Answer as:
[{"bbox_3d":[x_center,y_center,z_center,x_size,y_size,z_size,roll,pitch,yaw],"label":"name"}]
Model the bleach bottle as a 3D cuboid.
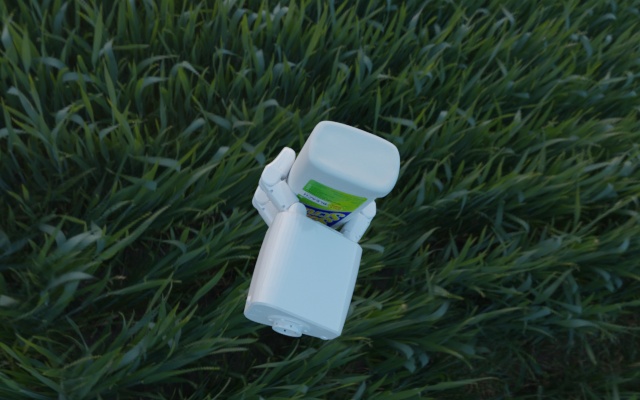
[{"bbox_3d":[0.000,0.002,0.592,0.102,0.068,0.251,20,-28,-8],"label":"bleach bottle"}]
